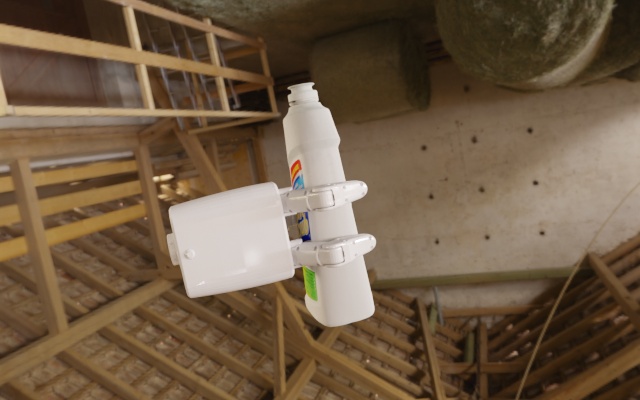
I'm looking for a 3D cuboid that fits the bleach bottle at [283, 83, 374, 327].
[{"bbox_3d":[0.000,0.002,0.522,0.068,0.251,0.102,-12,7,-13],"label":"bleach bottle"}]
